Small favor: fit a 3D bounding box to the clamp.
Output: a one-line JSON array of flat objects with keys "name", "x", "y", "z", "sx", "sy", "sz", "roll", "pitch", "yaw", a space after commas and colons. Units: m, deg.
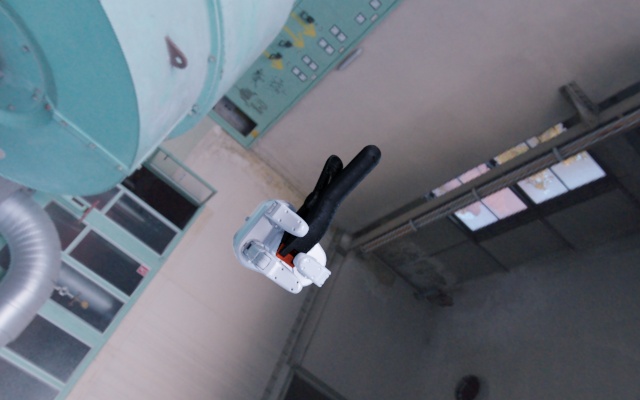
[{"name": "clamp", "x": 0.000, "y": 0.002, "z": 0.591, "sx": 0.039, "sy": 0.171, "sz": 0.120, "roll": 40, "pitch": -7, "yaw": -11}]
